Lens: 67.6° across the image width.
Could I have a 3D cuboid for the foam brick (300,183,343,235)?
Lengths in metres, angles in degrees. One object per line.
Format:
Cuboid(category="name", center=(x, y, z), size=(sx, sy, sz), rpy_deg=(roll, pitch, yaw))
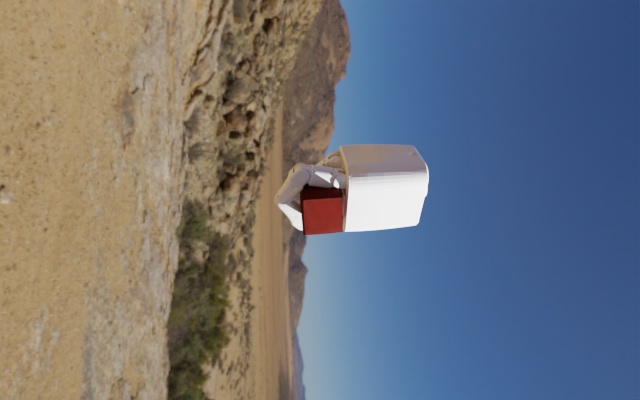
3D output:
Cuboid(category="foam brick", center=(0.000, 0.002, 0.623), size=(0.051, 0.053, 0.078), rpy_deg=(-2, 29, -4))
